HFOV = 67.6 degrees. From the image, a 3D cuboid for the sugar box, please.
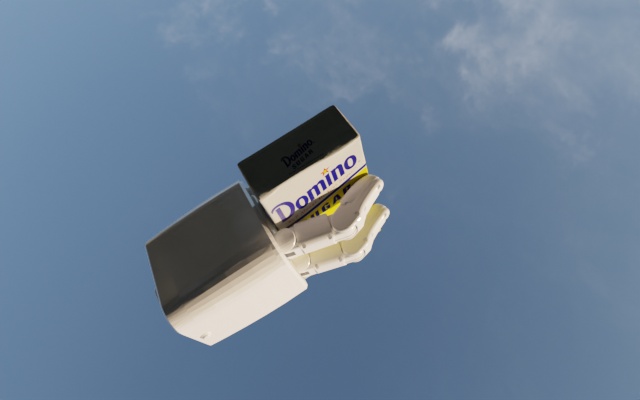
[{"bbox_3d":[0.000,0.002,0.436,0.093,0.048,0.176,-33,-27,-4],"label":"sugar box"}]
